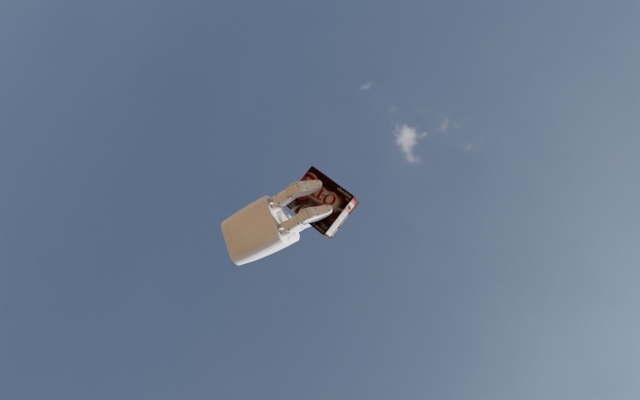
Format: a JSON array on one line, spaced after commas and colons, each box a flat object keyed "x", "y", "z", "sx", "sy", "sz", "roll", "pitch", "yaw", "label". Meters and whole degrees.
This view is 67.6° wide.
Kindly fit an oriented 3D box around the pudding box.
[{"x": 0.000, "y": 0.003, "z": 0.879, "sx": 0.113, "sy": 0.090, "sz": 0.039, "roll": 37, "pitch": -1, "yaw": 26, "label": "pudding box"}]
